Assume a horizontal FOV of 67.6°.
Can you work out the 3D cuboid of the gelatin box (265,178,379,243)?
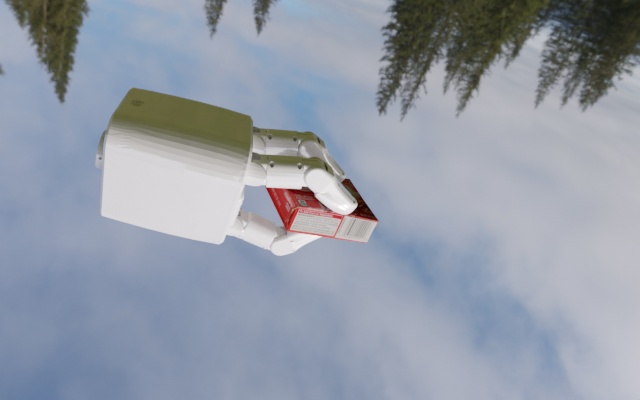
[{"bbox_3d":[0.000,0.002,0.446,0.089,0.030,0.073,11,29,-29],"label":"gelatin box"}]
